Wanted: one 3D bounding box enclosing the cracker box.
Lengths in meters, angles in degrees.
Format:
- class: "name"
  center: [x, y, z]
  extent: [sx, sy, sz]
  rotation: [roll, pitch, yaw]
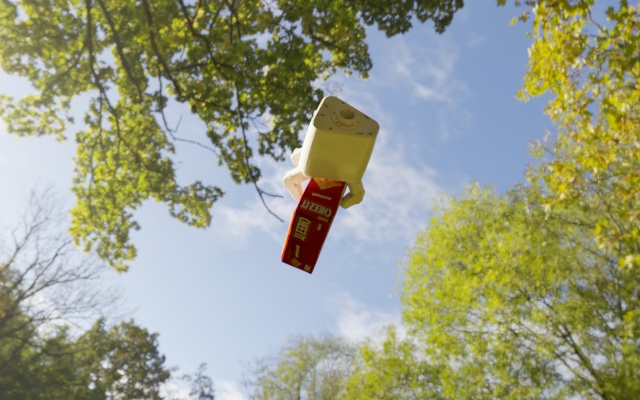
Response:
- class: "cracker box"
  center: [0.000, 0.003, 0.894]
  extent: [0.072, 0.213, 0.164]
  rotation: [21, -41, 3]
